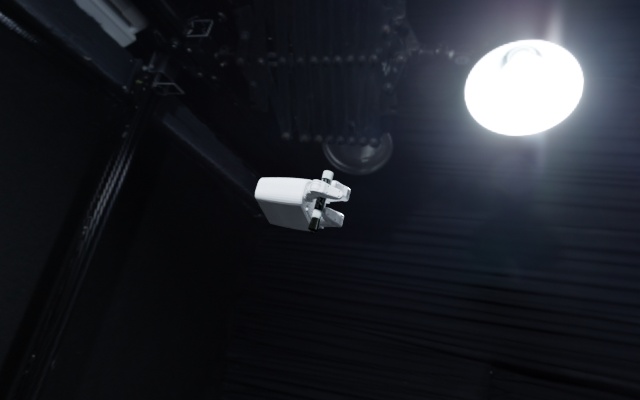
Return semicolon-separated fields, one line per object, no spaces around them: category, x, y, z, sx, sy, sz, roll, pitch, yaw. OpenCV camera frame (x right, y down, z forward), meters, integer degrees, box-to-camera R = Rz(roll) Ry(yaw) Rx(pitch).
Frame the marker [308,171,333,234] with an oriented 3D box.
marker;0.000;0.003;0.872;0.020;0.121;0.020;14;-19;5
